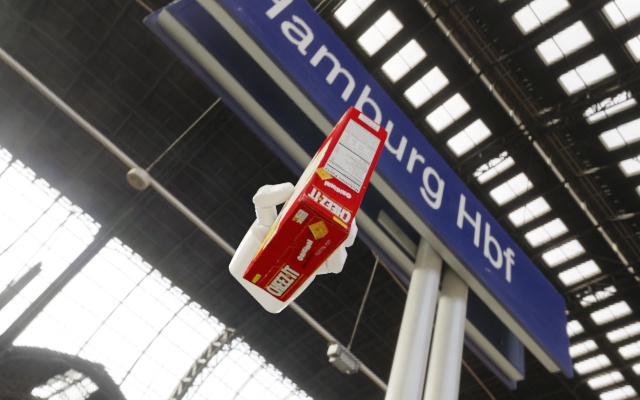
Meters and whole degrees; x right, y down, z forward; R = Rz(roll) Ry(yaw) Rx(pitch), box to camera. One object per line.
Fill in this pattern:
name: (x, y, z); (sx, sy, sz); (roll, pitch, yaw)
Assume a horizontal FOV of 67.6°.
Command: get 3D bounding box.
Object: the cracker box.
cracker box: (0.000, 0.002, 0.610); (0.072, 0.213, 0.164); (33, -48, -6)
